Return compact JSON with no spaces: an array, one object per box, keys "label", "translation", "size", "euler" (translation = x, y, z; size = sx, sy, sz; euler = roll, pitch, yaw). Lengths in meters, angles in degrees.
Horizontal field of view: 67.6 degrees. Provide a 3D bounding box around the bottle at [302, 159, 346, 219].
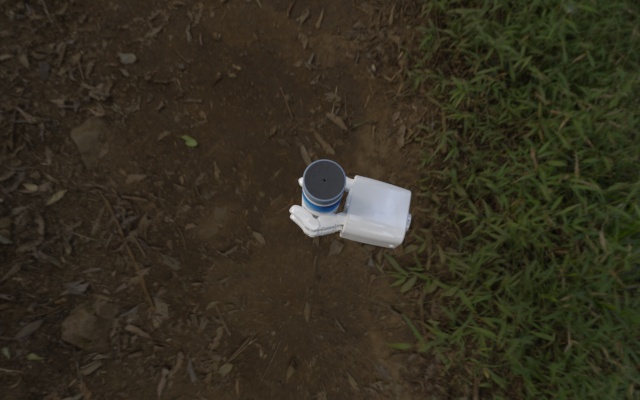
[{"label":"bottle","translation":[0.000,0.003,0.865],"size":[0.069,0.069,0.296],"euler":[0,-13,-2]}]
